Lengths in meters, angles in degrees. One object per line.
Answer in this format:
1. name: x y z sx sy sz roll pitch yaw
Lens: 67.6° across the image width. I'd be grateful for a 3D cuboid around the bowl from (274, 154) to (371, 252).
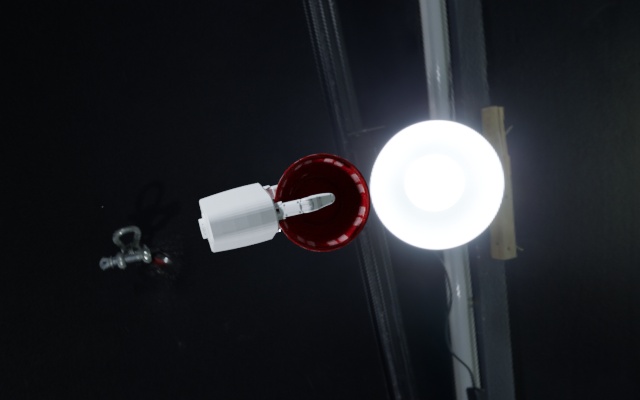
1. bowl: 0.001 0.003 0.810 0.162 0.162 0.055 0 3 -10
